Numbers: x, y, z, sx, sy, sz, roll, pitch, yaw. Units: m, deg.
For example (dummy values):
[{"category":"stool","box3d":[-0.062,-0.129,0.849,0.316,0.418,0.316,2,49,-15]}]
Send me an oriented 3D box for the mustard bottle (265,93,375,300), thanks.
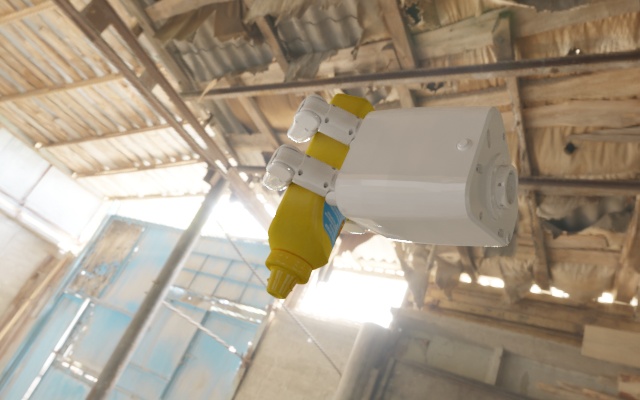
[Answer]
[{"category":"mustard bottle","box3d":[0.000,0.001,0.440,0.058,0.191,0.096,17,-26,17]}]
